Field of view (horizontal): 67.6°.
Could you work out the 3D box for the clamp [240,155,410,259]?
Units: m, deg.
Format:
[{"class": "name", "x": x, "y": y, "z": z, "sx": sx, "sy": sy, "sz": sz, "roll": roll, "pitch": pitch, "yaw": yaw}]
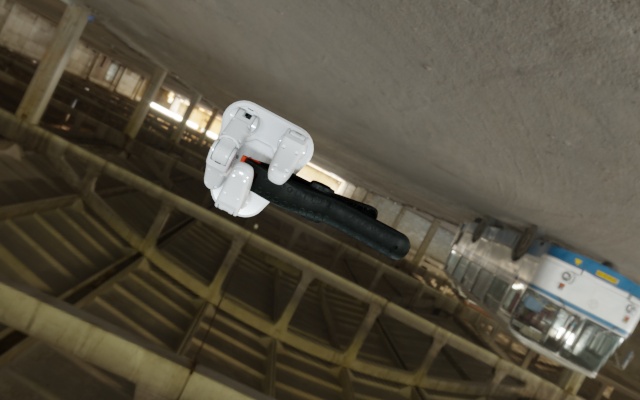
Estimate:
[{"class": "clamp", "x": 0.000, "y": 0.002, "z": 0.468, "sx": 0.171, "sy": 0.039, "sz": 0.120, "roll": 27, "pitch": 2, "yaw": -6}]
